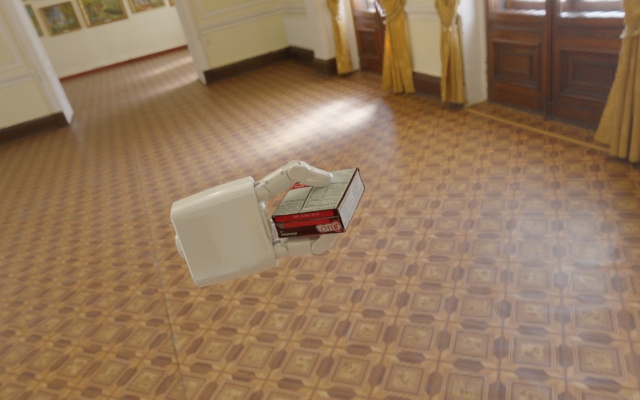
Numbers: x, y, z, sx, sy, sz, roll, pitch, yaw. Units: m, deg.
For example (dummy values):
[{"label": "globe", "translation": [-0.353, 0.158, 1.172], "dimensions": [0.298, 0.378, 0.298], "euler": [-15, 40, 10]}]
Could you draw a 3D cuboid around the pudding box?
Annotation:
[{"label": "pudding box", "translation": [0.000, 0.002, 0.610], "dimensions": [0.090, 0.039, 0.113], "euler": [-6, 29, 23]}]
